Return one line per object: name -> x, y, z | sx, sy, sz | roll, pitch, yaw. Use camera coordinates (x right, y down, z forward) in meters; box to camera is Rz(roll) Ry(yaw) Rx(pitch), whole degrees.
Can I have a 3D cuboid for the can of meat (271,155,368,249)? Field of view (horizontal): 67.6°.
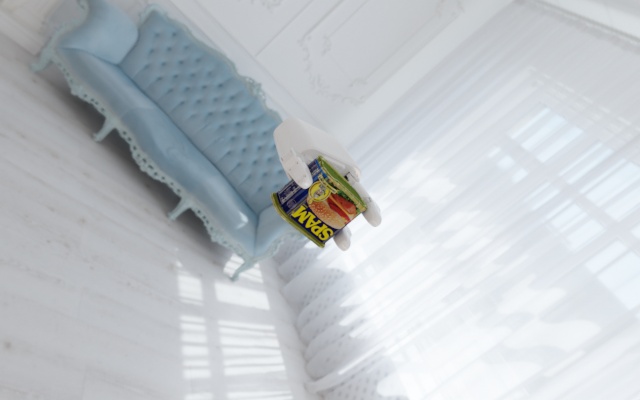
can of meat -> 0.000, 0.002, 0.632 | 0.102, 0.084, 0.057 | 41, 14, -34
